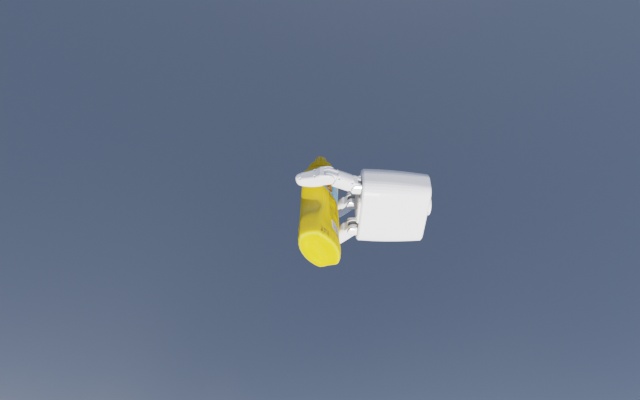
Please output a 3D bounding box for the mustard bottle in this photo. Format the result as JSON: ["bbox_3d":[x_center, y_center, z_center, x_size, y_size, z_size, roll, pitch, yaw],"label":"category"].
[{"bbox_3d":[0.000,0.003,0.767,0.058,0.191,0.096,-13,-41,16],"label":"mustard bottle"}]
